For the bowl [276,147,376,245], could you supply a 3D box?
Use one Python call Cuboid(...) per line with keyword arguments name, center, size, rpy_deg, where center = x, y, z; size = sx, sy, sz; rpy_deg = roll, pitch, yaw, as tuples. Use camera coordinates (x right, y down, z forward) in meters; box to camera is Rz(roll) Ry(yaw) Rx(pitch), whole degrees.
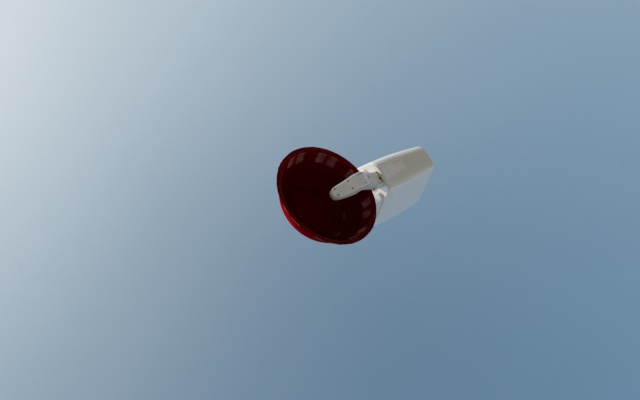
Cuboid(name="bowl", center=(-0.001, 0.003, 0.697), size=(0.162, 0.162, 0.055), rpy_deg=(0, -30, -33))
